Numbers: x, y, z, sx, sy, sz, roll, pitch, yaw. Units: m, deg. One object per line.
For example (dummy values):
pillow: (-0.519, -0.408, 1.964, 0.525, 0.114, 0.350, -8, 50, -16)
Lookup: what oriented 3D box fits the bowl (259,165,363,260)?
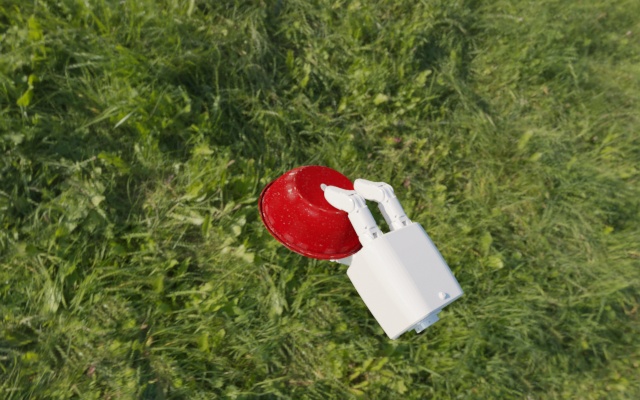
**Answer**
bowl: (-0.001, 0.001, 0.654, 0.162, 0.055, 0.162, 13, 41, -12)
